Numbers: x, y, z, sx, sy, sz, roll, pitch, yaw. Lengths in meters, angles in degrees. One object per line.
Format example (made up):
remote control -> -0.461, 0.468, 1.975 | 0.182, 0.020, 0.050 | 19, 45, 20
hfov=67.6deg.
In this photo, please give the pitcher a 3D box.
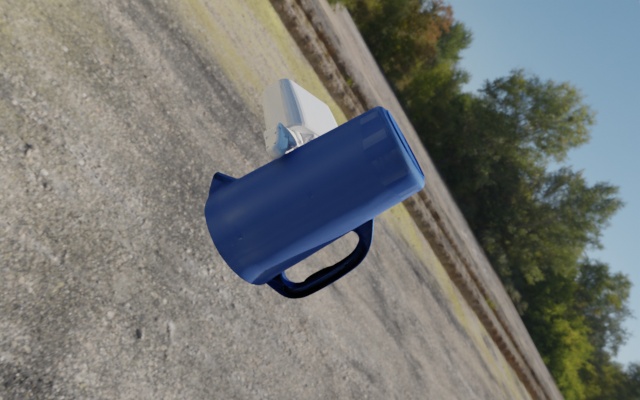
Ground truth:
pitcher -> 0.000, 0.002, 0.572 | 0.243, 0.145, 0.149 | -29, -40, 15
